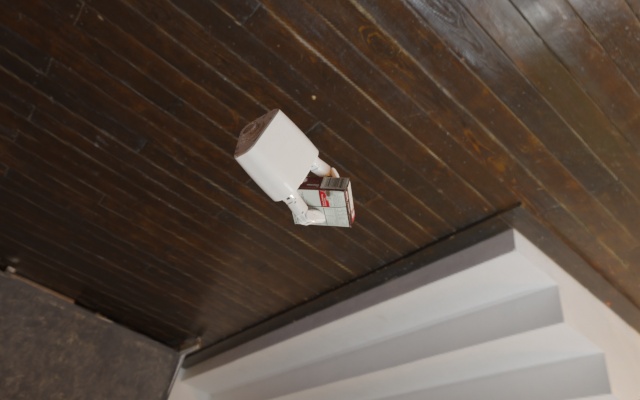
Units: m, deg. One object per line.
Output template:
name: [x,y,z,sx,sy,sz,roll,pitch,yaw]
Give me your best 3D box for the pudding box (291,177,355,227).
pudding box: [0.000,0.003,0.855,0.113,0.090,0.039,3,42,17]
